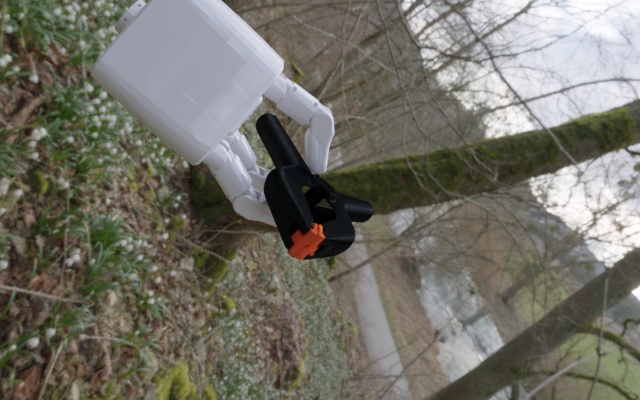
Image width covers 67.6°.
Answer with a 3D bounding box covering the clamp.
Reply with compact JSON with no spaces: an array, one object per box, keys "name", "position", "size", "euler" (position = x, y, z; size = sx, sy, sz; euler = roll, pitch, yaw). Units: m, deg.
[{"name":"clamp","position":[0.000,0.001,0.448],"size":[0.164,0.036,0.210],"euler":[39,18,-19]}]
